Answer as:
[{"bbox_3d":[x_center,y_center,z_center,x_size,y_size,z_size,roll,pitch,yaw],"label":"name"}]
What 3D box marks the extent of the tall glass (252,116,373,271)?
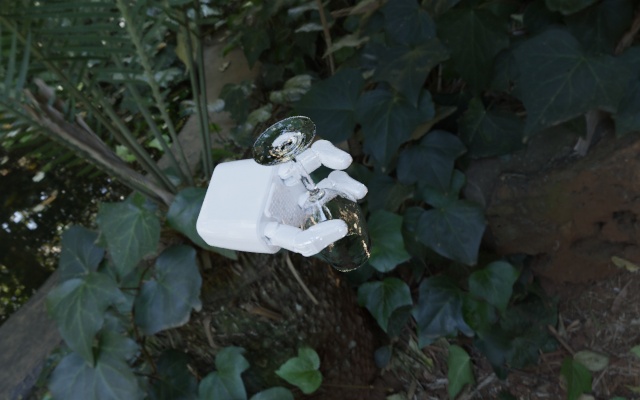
[{"bbox_3d":[0.000,0.001,0.562,0.079,0.079,0.201,0,-41,32],"label":"tall glass"}]
